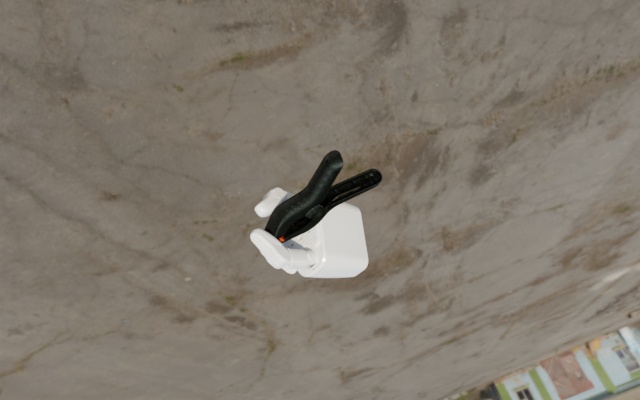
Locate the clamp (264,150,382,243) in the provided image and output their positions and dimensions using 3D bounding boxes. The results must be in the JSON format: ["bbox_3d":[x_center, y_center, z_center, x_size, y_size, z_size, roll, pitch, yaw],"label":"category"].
[{"bbox_3d":[0.000,0.003,0.619,0.120,0.039,0.171,12,-44,-46],"label":"clamp"}]
